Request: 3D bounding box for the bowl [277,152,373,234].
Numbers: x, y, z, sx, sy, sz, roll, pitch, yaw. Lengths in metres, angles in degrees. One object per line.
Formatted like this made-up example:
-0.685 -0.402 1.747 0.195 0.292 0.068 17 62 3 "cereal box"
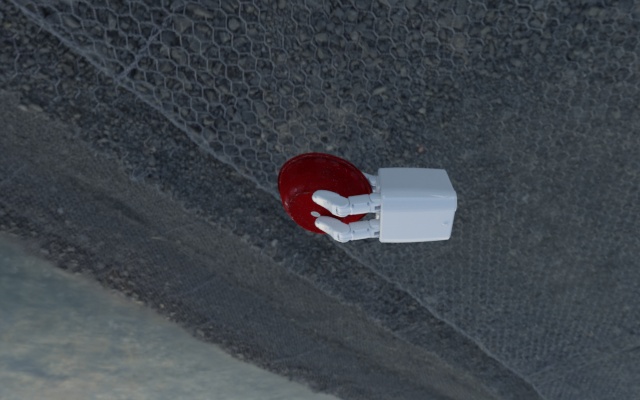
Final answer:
-0.001 0.003 0.766 0.162 0.162 0.055 0 43 20 "bowl"
